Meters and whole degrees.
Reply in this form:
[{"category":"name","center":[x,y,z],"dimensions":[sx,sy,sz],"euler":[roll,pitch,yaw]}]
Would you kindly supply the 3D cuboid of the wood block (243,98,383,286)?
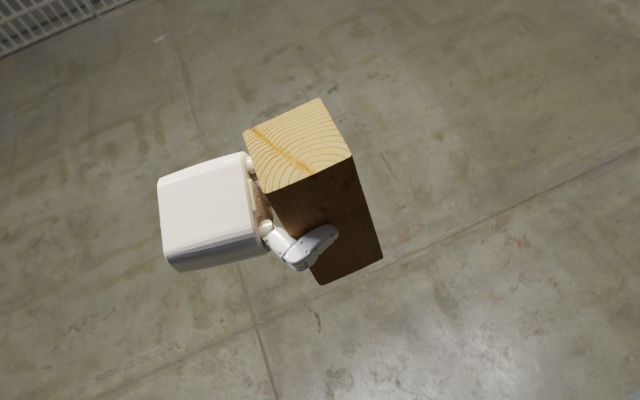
[{"category":"wood block","center":[0.000,0.002,0.538],"dimensions":[0.090,0.090,0.206],"euler":[-24,-37,0]}]
